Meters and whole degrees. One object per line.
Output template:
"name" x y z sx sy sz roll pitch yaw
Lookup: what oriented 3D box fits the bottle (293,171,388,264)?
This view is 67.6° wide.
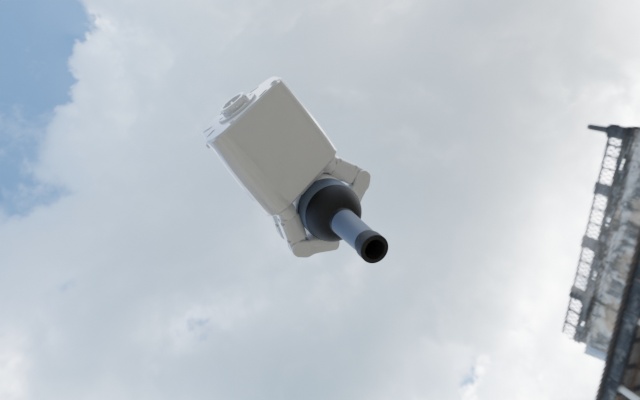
"bottle" 0.000 0.002 0.555 0.069 0.069 0.295 0 17 -20
